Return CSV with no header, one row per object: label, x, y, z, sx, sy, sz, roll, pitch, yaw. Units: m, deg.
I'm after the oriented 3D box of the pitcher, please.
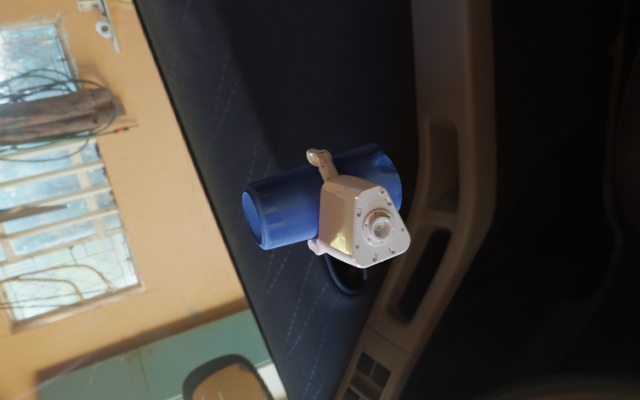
pitcher,0.000,0.003,0.796,0.243,0.149,0.145,-17,14,-21
